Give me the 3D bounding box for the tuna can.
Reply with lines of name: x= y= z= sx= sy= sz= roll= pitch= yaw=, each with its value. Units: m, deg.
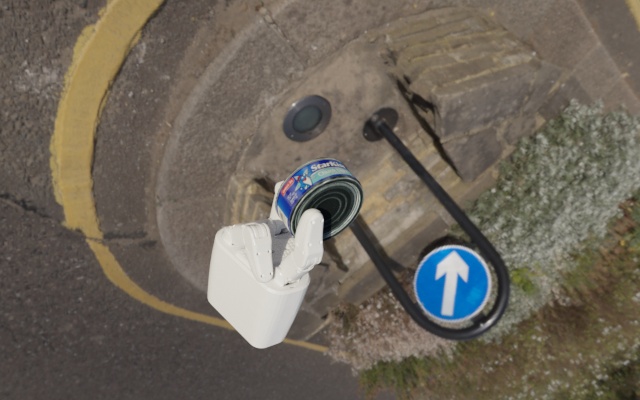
tuna can: x=0.000 y=0.002 z=0.477 sx=0.086 sy=0.086 sz=0.033 roll=0 pitch=37 yaw=-37
